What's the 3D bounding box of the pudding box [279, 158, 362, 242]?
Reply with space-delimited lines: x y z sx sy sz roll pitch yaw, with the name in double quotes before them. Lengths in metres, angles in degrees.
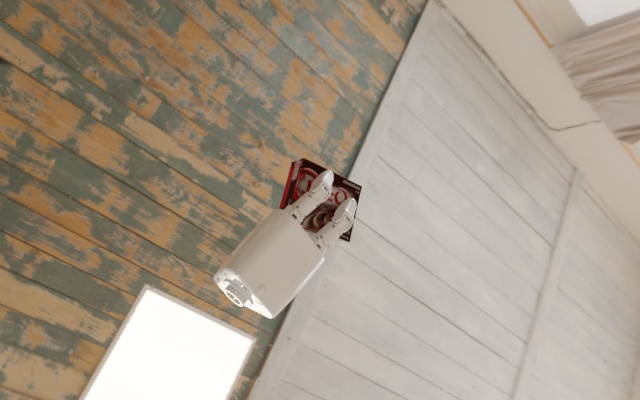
"pudding box" 0.000 0.002 0.687 0.113 0.090 0.039 24 -18 -33
